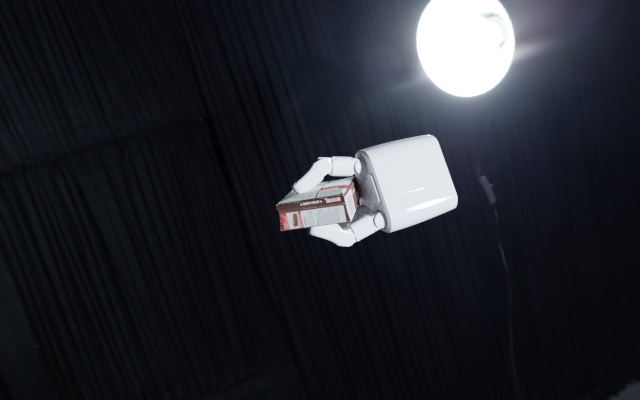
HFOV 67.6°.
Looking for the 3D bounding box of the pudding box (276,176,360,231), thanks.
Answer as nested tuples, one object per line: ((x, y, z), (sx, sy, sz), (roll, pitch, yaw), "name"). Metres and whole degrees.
((0.000, 0.002, 0.624), (0.090, 0.039, 0.113), (-9, 11, 13), "pudding box")
